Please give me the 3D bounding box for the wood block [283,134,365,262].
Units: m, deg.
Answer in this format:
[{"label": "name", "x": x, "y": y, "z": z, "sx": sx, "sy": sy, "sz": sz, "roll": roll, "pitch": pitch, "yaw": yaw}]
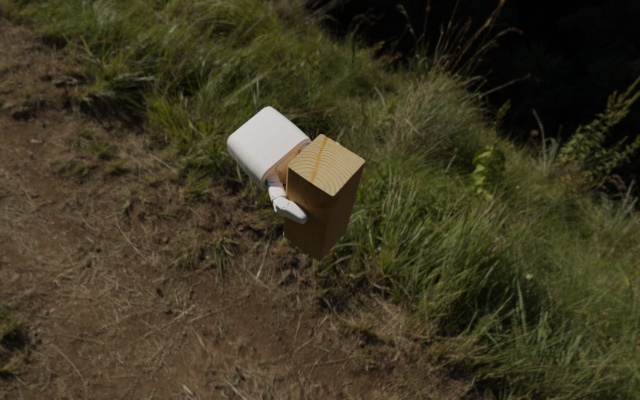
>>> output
[{"label": "wood block", "x": 0.000, "y": 0.003, "z": 0.810, "sx": 0.090, "sy": 0.090, "sz": 0.206, "roll": 34, "pitch": -32, "yaw": 17}]
